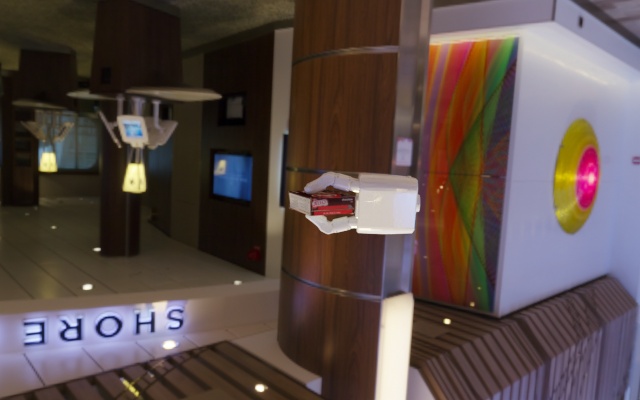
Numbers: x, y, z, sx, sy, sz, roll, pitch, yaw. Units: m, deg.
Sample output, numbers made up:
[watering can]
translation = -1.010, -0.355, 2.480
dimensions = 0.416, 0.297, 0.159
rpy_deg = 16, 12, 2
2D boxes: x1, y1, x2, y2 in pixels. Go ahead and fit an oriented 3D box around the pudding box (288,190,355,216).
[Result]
[pudding box]
translation = 0.000, 0.003, 0.898
dimensions = 0.090, 0.039, 0.113
rpy_deg = -2, 6, -25
